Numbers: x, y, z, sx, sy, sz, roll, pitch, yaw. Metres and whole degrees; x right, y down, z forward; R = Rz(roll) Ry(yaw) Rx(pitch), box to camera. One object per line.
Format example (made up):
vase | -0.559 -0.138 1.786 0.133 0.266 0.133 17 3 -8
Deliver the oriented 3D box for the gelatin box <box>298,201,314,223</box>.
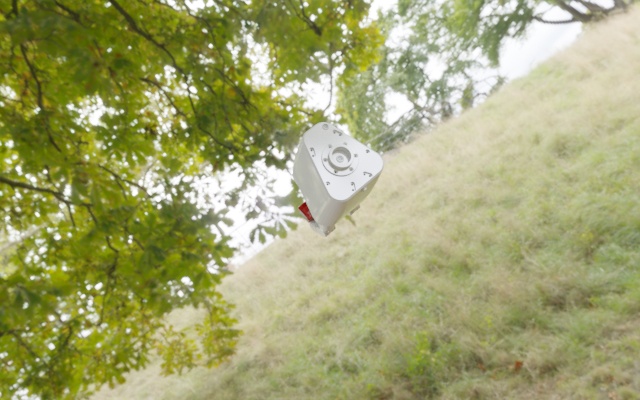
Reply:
gelatin box | 0.000 0.002 0.789 0.073 0.030 0.089 -41 -4 -5
